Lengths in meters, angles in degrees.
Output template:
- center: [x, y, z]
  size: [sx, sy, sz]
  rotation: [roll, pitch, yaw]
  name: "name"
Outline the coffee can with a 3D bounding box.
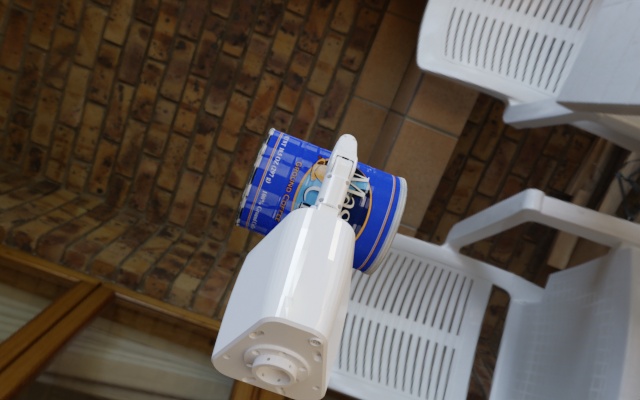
- center: [0.000, 0.001, 0.472]
  size: [0.140, 0.103, 0.103]
  rotation: [21, -2, -4]
  name: "coffee can"
